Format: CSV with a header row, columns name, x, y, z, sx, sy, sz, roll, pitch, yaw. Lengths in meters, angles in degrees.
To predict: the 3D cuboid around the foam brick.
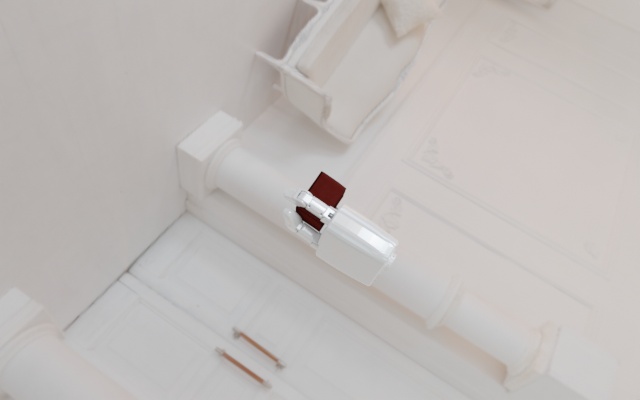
name,x,y,z,sx,sy,sz,roll,pitch,yaw
foam brick,0.000,0.002,0.795,0.051,0.078,0.053,33,-17,7
